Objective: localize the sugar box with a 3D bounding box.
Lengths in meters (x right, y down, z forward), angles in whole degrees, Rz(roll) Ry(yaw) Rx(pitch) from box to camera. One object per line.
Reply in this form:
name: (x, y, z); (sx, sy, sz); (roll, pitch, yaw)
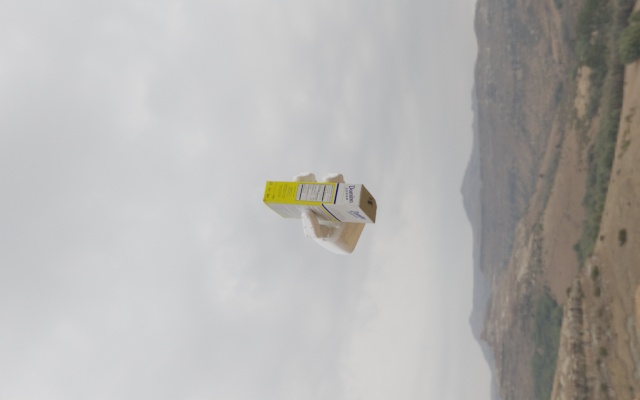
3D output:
sugar box: (0.000, 0.002, 0.812); (0.176, 0.048, 0.093); (1, -20, 22)
